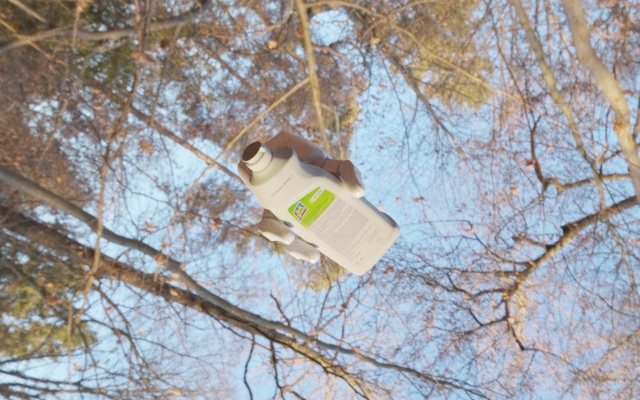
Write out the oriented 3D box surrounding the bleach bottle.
[{"bbox_3d":[0.000,0.002,0.619,0.251,0.102,0.068,41,-2,-39],"label":"bleach bottle"}]
